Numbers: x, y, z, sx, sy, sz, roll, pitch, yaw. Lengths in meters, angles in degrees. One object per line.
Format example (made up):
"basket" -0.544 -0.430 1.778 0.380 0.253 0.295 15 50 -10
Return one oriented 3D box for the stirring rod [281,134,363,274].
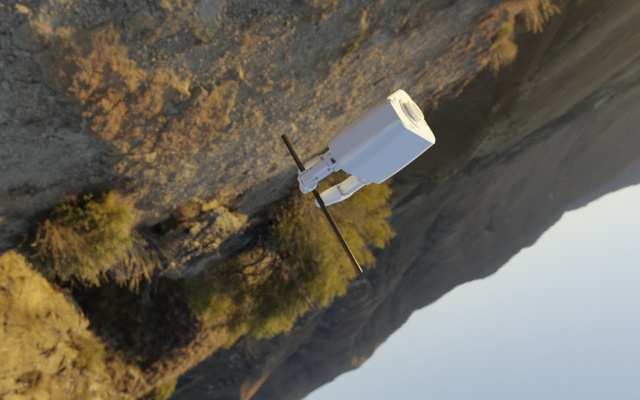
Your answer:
"stirring rod" 0.000 0.002 0.715 0.011 0.239 0.011 -28 -11 -6
